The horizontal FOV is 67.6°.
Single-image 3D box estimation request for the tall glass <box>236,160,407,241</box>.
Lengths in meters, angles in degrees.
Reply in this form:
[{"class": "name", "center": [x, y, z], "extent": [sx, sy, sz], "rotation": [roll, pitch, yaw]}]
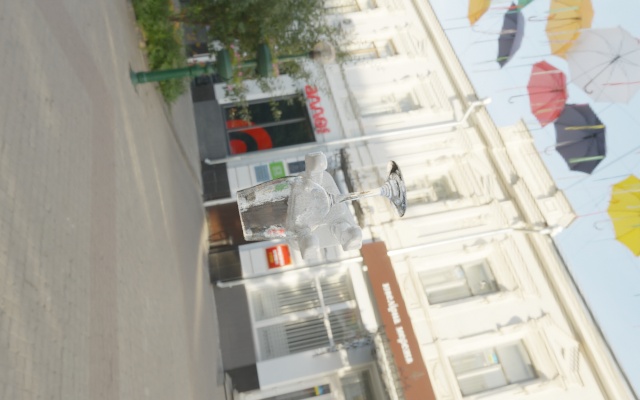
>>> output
[{"class": "tall glass", "center": [0.001, 0.002, 0.596], "extent": [0.201, 0.079, 0.079], "rotation": [-10, 1, -8]}]
